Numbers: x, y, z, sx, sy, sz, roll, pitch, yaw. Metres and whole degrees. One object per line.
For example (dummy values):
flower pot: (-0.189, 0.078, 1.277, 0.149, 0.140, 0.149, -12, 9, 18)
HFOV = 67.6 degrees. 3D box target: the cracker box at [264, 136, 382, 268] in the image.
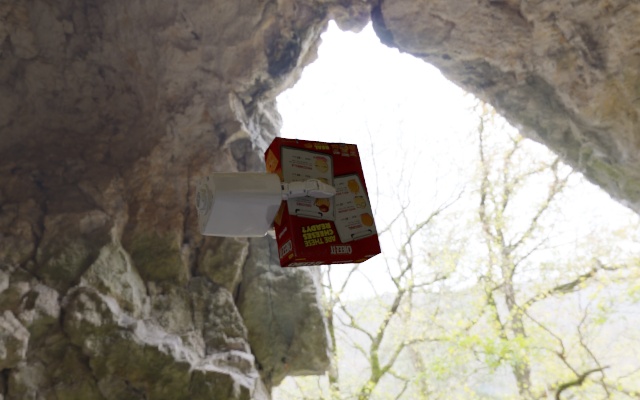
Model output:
cracker box: (0.000, 0.002, 0.822, 0.164, 0.213, 0.072, 1, -24, -28)
